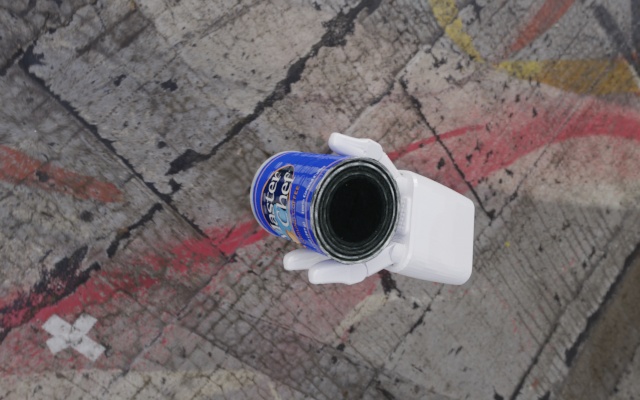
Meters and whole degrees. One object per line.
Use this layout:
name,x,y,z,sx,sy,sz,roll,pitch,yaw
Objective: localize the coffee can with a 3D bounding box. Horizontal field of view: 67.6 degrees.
coffee can,0.000,0.002,0.502,0.103,0.103,0.140,0,7,-31
